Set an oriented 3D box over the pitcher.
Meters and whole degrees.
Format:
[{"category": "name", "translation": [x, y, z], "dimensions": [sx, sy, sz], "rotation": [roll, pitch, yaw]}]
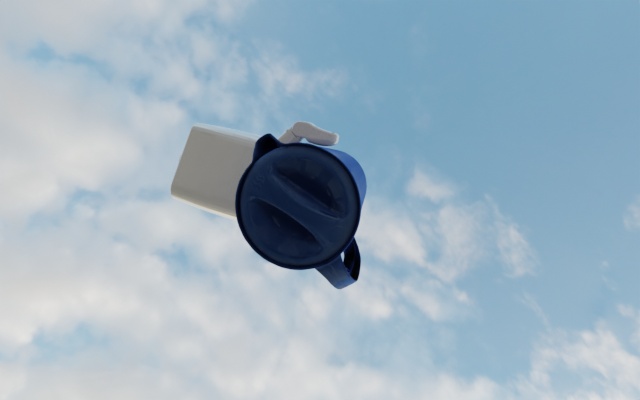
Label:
[{"category": "pitcher", "translation": [0.000, 0.002, 0.601], "dimensions": [0.145, 0.149, 0.243], "rotation": [15, 10, 8]}]
